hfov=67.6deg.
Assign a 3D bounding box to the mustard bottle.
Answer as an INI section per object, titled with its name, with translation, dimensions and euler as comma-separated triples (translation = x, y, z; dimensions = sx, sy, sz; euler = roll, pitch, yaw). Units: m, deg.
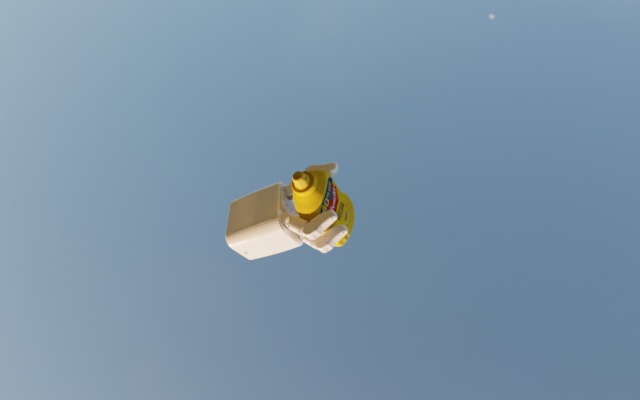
[mustard bottle]
translation = 0.001, 0.003, 0.813
dimensions = 0.058, 0.096, 0.192
euler = 4, -23, 27
